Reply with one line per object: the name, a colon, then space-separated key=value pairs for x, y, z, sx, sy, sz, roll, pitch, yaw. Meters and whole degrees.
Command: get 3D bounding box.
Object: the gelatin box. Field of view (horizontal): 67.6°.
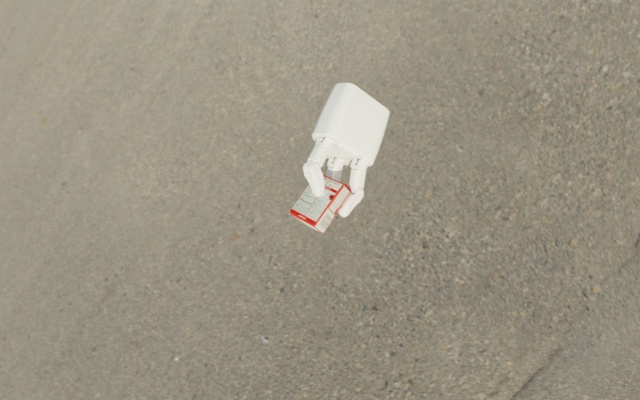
gelatin box: x=0.000 y=0.003 z=0.807 sx=0.073 sy=0.089 sz=0.030 roll=26 pitch=-13 yaw=46
